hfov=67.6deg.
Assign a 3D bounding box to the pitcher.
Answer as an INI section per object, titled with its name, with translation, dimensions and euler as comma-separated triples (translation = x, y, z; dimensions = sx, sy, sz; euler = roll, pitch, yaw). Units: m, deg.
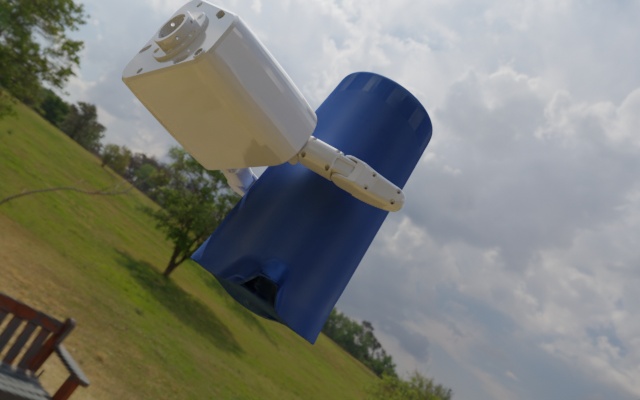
[pitcher]
translation = 0.000, 0.001, 0.463
dimensions = 0.149, 0.242, 0.145
euler = 21, -21, 44
